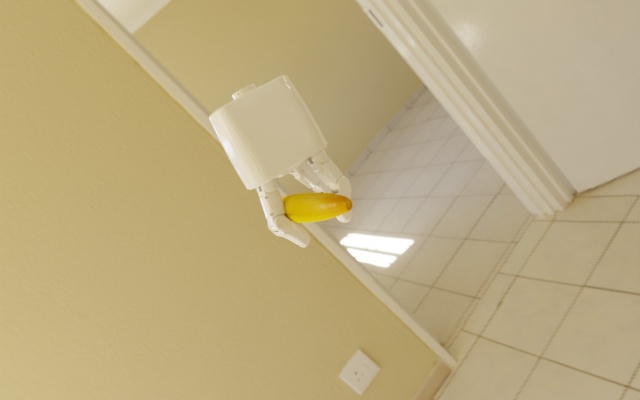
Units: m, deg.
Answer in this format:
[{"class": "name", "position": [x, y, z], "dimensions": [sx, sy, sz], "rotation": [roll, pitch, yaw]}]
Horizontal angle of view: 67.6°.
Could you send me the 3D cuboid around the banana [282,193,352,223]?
[{"class": "banana", "position": [-0.018, 0.007, 0.625], "dimensions": [0.069, 0.037, 0.198], "rotation": [-15, 4, -13]}]
